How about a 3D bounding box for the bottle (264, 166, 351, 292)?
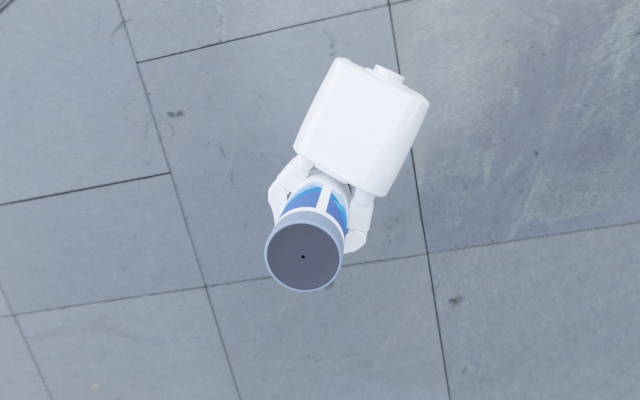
[{"bbox_3d":[0.000,0.002,0.539,0.069,0.069,0.295,0,18,6],"label":"bottle"}]
